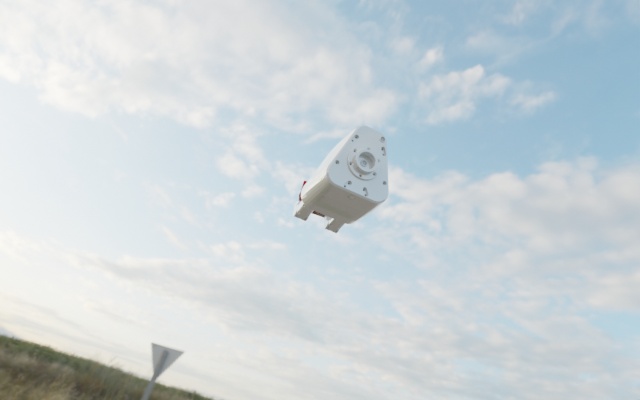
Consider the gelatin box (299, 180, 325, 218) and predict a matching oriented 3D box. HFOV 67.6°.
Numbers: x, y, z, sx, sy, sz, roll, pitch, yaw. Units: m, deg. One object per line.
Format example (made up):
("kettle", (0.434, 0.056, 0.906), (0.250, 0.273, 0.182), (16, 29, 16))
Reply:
("gelatin box", (0.000, 0.002, 0.810), (0.073, 0.030, 0.089), (18, -17, 0))
